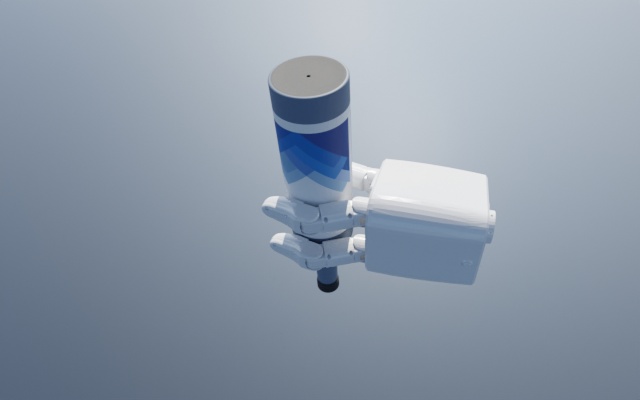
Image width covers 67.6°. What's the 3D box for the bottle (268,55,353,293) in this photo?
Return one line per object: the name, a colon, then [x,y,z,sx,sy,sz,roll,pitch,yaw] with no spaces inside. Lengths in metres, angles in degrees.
bottle: [0.000,0.001,0.489,0.069,0.069,0.296,0,-44,5]
